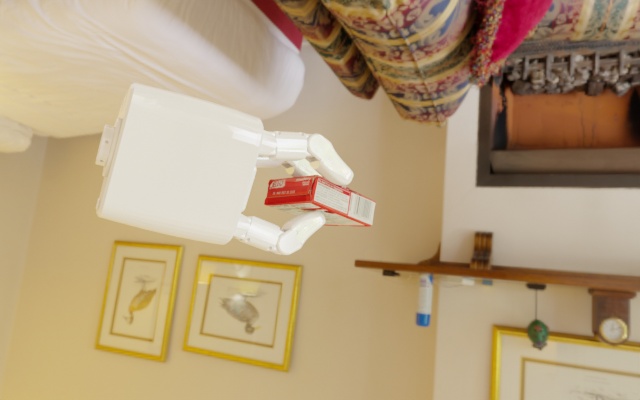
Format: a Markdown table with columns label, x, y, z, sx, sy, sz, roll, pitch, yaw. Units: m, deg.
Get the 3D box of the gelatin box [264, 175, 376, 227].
| label | x | y | z | sx | sy | sz | roll | pitch | yaw |
| --- | --- | --- | --- | --- | --- | --- | --- | --- | --- |
| gelatin box | 0.000 | 0.002 | 0.486 | 0.089 | 0.030 | 0.073 | 23 | -17 | -39 |
